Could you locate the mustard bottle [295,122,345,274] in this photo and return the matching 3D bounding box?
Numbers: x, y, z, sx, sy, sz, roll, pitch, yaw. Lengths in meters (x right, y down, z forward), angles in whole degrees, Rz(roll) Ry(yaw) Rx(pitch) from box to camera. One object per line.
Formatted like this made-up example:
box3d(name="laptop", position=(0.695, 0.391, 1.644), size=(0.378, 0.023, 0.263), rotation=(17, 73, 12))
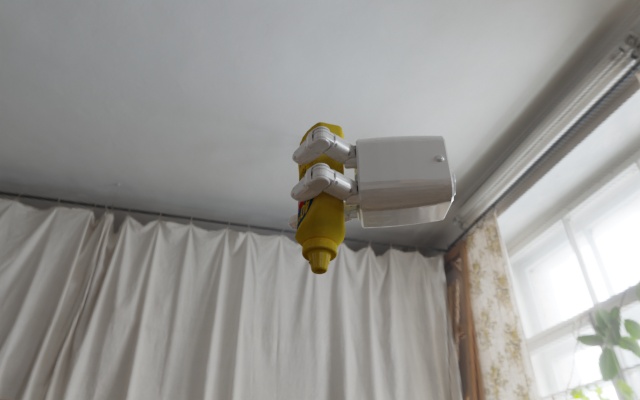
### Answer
box3d(name="mustard bottle", position=(0.000, 0.002, 0.594), size=(0.058, 0.191, 0.096), rotation=(11, -36, -14))
